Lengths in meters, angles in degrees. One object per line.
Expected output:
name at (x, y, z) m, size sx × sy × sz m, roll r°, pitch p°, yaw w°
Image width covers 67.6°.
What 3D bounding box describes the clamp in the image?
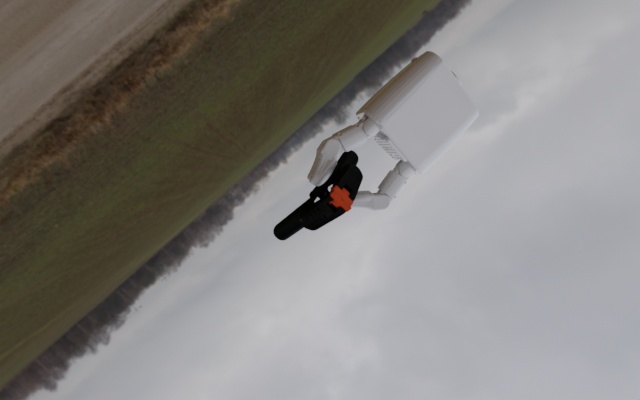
clamp at (0.001, 0.002, 0.597) m, size 0.036 × 0.164 × 0.210 m, roll 42°, pitch 2°, yaw -8°
